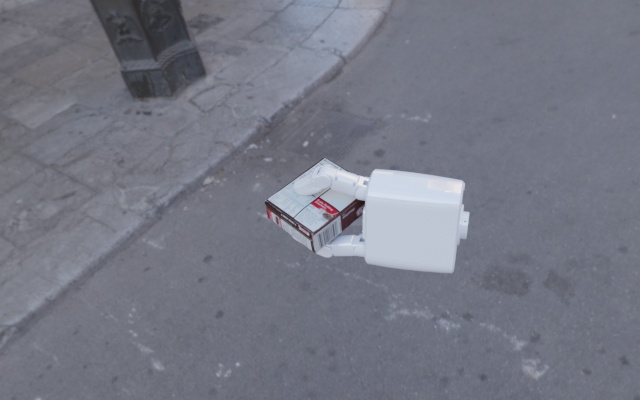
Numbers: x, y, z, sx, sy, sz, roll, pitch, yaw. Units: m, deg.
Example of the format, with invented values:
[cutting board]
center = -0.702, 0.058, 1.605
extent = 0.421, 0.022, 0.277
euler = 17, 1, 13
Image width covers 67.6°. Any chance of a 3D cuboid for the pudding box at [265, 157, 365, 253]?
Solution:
[pudding box]
center = 0.000, 0.002, 0.610
extent = 0.090, 0.039, 0.113
euler = 33, 55, 33
